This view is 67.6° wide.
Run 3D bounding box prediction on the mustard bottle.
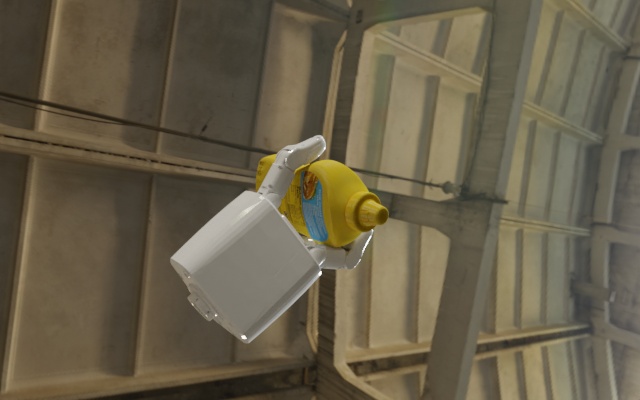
[{"bbox_3d":[0.000,0.002,0.534,0.058,0.096,0.191,-18,19,-35],"label":"mustard bottle"}]
